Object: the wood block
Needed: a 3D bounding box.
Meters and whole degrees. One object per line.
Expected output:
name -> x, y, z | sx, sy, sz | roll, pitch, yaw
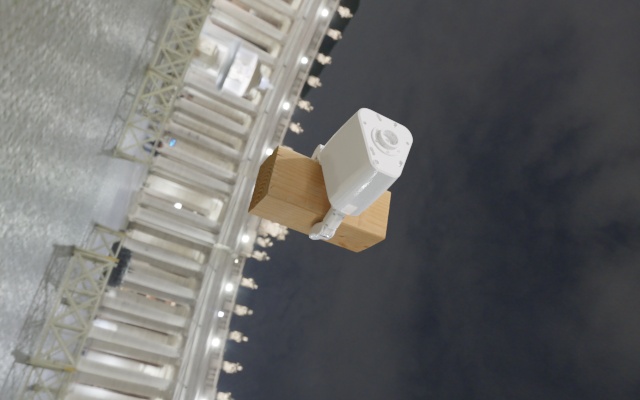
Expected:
wood block -> 0.000, 0.003, 0.775 | 0.206, 0.090, 0.090 | 22, -28, -20
